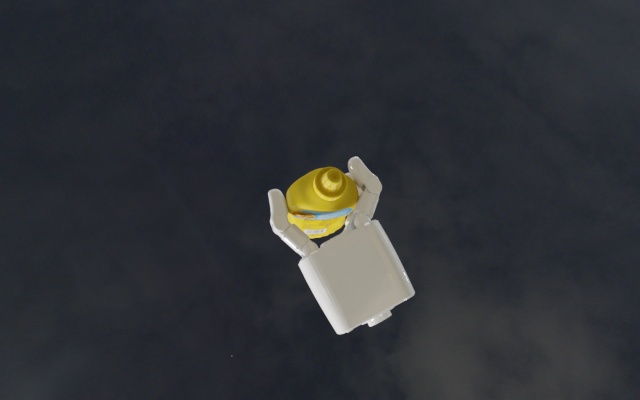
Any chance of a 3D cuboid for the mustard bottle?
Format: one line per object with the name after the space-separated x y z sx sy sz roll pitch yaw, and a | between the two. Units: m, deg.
0.000 0.002 0.648 0.096 0.058 0.192 -1 -18 -11 | mustard bottle
